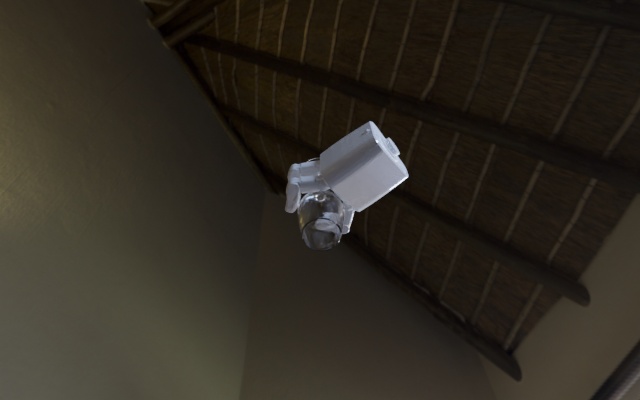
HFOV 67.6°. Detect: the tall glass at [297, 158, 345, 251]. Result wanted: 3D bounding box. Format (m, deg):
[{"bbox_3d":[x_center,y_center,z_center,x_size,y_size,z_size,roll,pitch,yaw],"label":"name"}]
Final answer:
[{"bbox_3d":[0.000,0.002,0.817,0.079,0.079,0.201,0,31,-1],"label":"tall glass"}]
